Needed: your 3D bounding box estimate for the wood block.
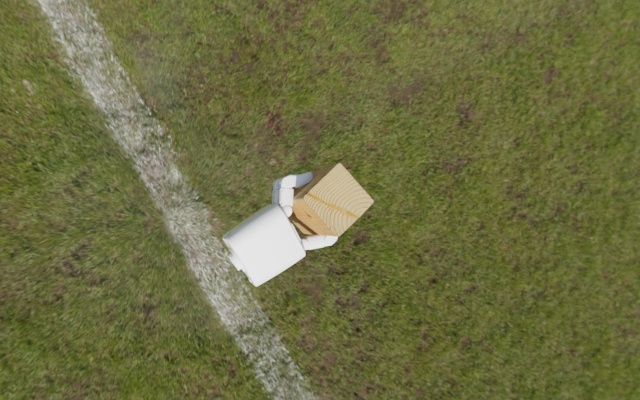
[{"bbox_3d":[0.000,0.003,0.873,0.090,0.091,0.206,-44,11,-14],"label":"wood block"}]
